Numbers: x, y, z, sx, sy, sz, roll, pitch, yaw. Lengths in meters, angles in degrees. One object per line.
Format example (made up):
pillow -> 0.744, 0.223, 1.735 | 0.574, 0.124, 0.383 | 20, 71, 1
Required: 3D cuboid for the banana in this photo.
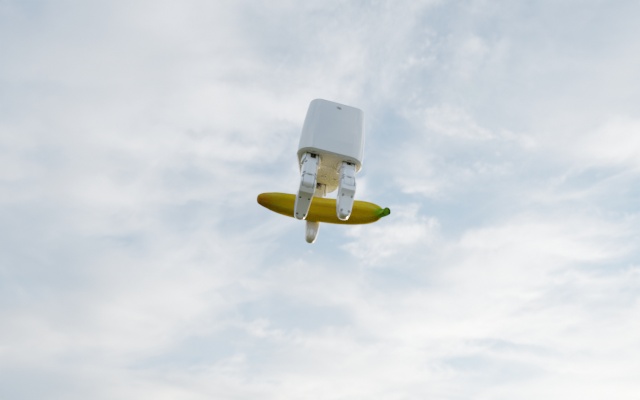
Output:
banana -> 0.007, 0.010, 0.706 | 0.198, 0.037, 0.070 | 4, -22, 14
